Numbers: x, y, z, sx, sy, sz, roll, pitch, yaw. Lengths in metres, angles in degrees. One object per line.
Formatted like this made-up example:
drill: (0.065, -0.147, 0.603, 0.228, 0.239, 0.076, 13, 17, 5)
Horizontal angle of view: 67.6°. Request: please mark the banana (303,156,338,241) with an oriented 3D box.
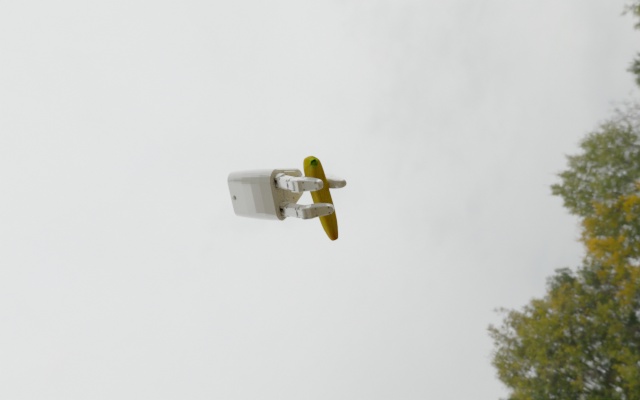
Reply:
banana: (-0.001, -0.012, 0.878, 0.037, 0.198, 0.069, -12, 41, 7)
